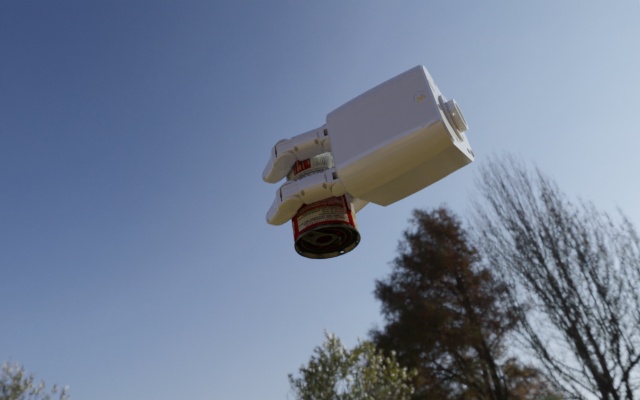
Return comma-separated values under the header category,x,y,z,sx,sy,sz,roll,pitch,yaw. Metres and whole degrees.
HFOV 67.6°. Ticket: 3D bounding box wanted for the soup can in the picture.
category,x,y,z,sx,sy,sz,roll,pitch,yaw
soup can,0.000,0.002,0.507,0.068,0.102,0.069,-7,-33,-5
